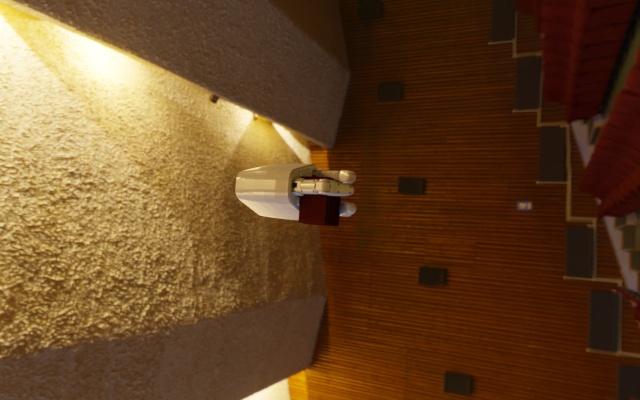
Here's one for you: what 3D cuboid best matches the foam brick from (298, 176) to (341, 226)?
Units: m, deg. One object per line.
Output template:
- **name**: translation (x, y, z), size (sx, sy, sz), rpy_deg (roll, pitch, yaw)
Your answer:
- **foam brick**: translation (0.000, 0.003, 0.782), size (0.051, 0.078, 0.053), rpy_deg (2, -6, 24)
